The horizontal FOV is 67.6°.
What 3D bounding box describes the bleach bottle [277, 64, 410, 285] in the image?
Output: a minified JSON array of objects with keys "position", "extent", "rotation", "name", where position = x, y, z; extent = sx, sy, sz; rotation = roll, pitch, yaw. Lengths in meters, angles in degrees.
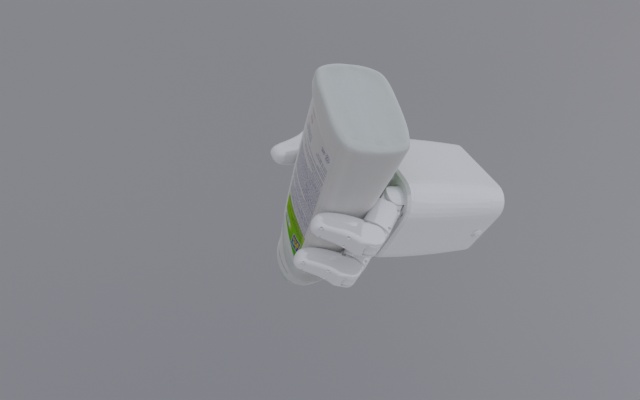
[{"position":[0.000,0.002,0.458],"extent":[0.068,0.102,0.251],"rotation":[0,-36,-20],"name":"bleach bottle"}]
